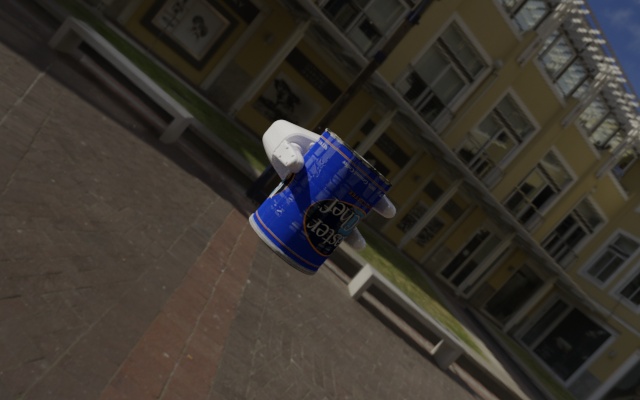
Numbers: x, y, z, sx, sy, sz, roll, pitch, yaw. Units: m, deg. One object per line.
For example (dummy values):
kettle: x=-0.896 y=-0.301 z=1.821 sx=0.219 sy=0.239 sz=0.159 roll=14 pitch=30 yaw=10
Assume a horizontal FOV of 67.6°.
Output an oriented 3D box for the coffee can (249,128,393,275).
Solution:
coffee can: x=0.000 y=0.002 z=0.560 sx=0.103 sy=0.140 sz=0.103 roll=41 pitch=6 yaw=-5
